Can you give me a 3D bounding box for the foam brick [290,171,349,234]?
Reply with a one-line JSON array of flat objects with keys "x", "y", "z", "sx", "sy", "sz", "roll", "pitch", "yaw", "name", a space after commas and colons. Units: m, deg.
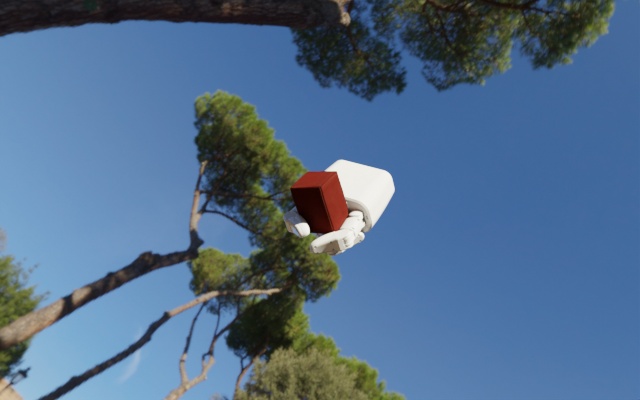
[{"x": 0.000, "y": 0.002, "z": 0.682, "sx": 0.053, "sy": 0.078, "sz": 0.051, "roll": 2, "pitch": 32, "yaw": 33, "name": "foam brick"}]
